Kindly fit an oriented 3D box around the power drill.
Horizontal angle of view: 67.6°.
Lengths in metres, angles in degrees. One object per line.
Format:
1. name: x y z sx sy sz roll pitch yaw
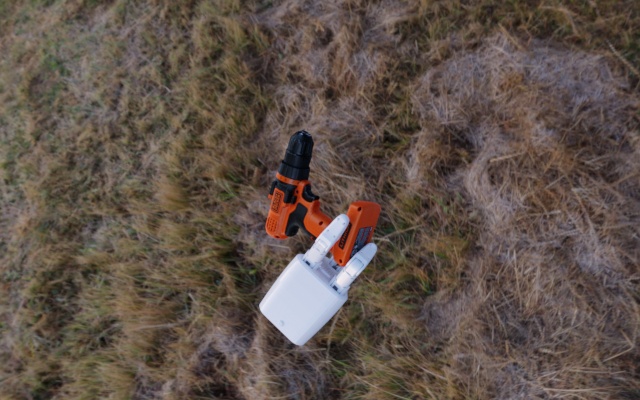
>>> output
1. power drill: 0.000 0.003 0.740 0.187 0.184 0.057 30 24 36
